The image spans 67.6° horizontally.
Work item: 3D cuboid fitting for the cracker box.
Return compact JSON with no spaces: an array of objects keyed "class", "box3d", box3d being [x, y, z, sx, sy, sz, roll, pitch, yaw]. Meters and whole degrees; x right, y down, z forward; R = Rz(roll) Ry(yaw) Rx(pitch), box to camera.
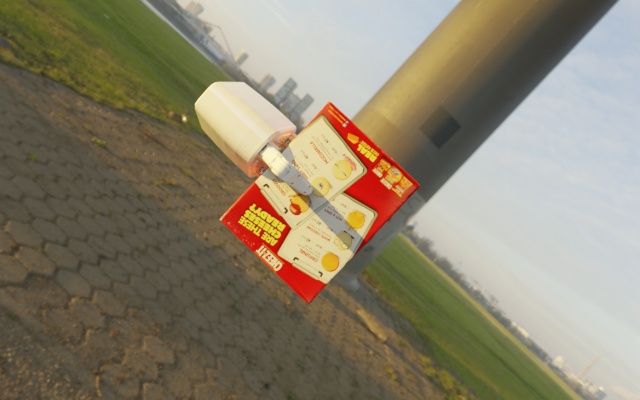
[{"class":"cracker box","box3d":[0.000,0.002,0.648,0.164,0.214,0.072,43,4,3]}]
